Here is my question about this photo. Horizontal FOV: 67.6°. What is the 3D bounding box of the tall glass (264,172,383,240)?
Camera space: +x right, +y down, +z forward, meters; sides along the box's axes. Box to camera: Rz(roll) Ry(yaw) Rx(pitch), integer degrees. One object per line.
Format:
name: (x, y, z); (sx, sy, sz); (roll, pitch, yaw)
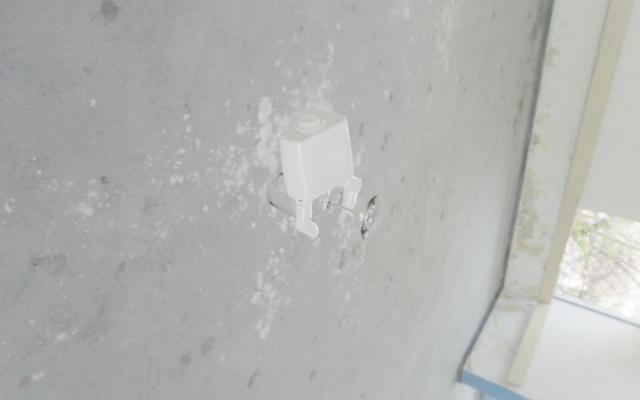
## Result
tall glass: (0.001, 0.003, 0.816); (0.201, 0.079, 0.079); (16, 8, 30)
